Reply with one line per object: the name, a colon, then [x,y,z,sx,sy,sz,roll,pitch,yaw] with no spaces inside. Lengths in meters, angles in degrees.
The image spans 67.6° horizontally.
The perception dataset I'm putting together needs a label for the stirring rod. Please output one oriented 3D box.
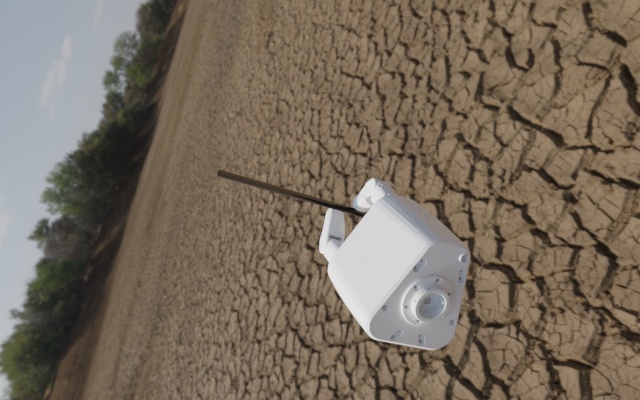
stirring rod: [0.000,0.002,0.548,0.239,0.011,0.011,16,-6,-21]
